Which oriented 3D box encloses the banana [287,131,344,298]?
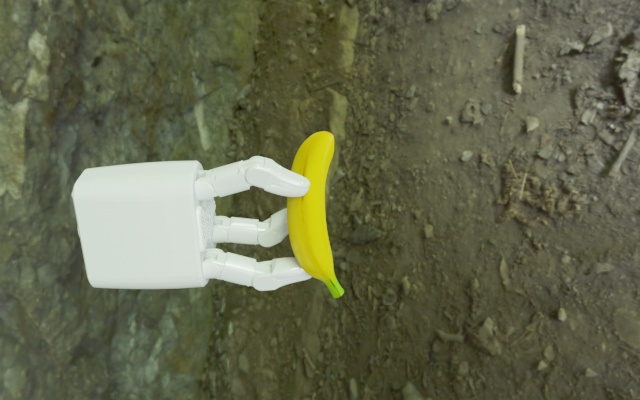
[{"bbox_3d":[-0.007,-0.004,0.481,0.037,0.197,0.070,-12,-33,19],"label":"banana"}]
